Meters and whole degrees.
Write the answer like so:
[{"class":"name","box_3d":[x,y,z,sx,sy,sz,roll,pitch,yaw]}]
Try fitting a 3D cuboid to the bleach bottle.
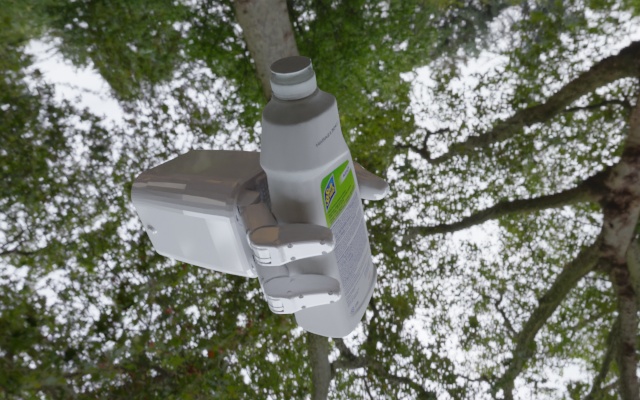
[{"class":"bleach bottle","box_3d":[0.000,0.001,0.401,0.068,0.251,0.102,8,41,21]}]
